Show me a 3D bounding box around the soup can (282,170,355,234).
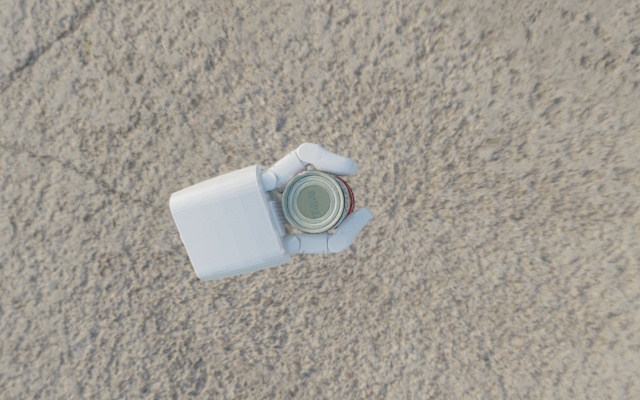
[{"bbox_3d":[0.001,0.002,0.534,0.068,0.068,0.102,0,-1,9],"label":"soup can"}]
